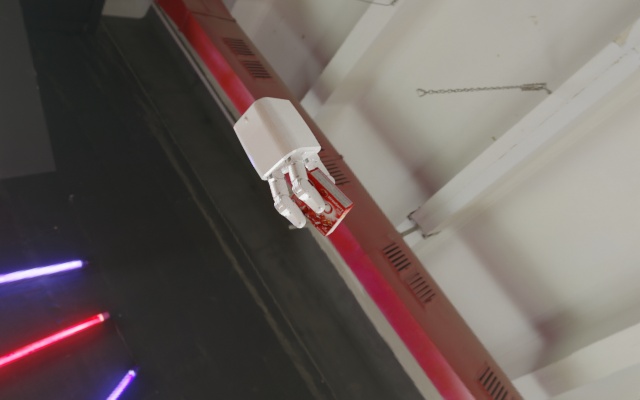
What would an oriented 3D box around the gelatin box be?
[{"bbox_3d":[0.001,0.003,0.774,0.030,0.089,0.073,-31,-17,-50],"label":"gelatin box"}]
